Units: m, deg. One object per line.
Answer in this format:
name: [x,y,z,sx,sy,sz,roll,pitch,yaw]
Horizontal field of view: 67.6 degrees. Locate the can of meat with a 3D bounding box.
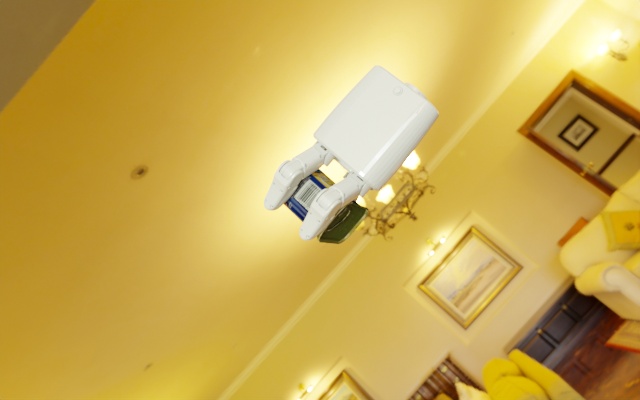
can of meat: [0.000,0.002,0.564,0.084,0.057,0.102,43,9,19]
